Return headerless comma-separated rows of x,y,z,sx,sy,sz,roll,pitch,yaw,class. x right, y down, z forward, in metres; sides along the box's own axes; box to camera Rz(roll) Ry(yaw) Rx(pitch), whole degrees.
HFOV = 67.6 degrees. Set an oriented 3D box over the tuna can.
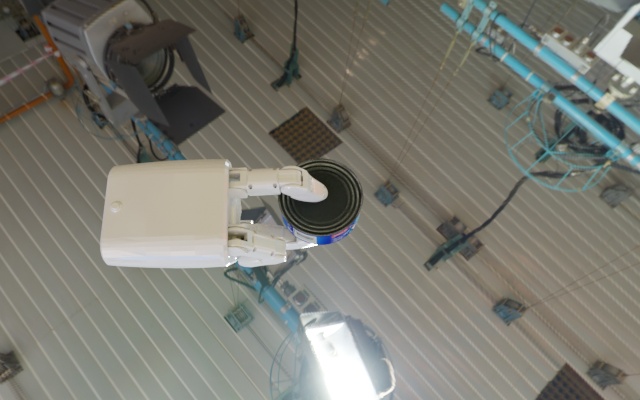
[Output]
0.000,0.002,0.493,0.086,0.086,0.034,0,-24,0,tuna can
